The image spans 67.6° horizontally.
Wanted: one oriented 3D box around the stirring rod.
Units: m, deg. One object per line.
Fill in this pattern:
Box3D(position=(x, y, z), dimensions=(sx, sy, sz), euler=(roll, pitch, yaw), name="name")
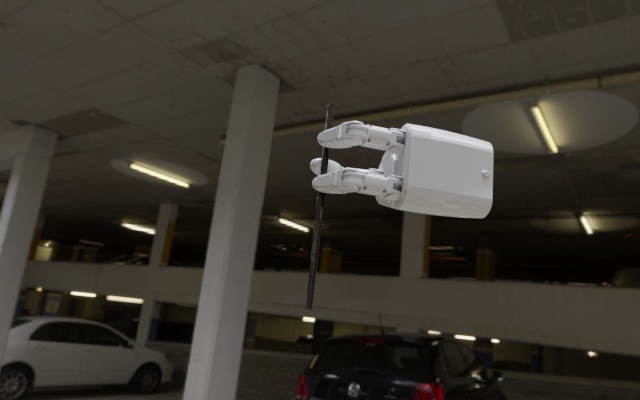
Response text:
Box3D(position=(0.000, 0.002, 0.545), dimensions=(0.011, 0.239, 0.011), euler=(6, -14, 1), name="stirring rod")
